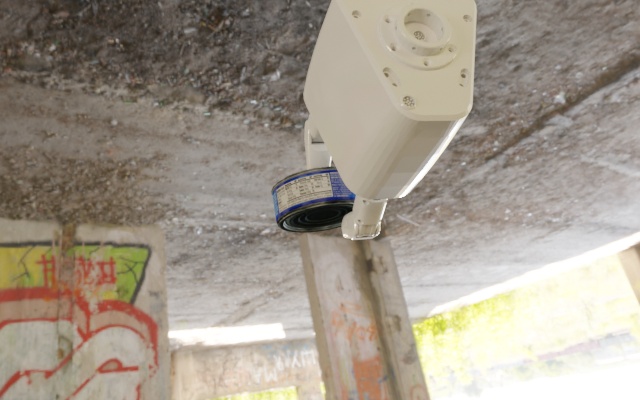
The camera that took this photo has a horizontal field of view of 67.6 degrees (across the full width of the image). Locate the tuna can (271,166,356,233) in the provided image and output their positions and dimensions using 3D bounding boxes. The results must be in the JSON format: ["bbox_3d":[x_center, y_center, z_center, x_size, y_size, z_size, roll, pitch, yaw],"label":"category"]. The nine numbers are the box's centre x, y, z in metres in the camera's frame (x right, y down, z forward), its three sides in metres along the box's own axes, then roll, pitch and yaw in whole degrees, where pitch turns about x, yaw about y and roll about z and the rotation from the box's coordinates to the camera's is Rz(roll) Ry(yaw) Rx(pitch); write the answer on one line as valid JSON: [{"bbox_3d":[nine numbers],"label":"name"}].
[{"bbox_3d":[0.000,0.002,0.434,0.086,0.033,0.086,-9,-18,-3],"label":"tuna can"}]
